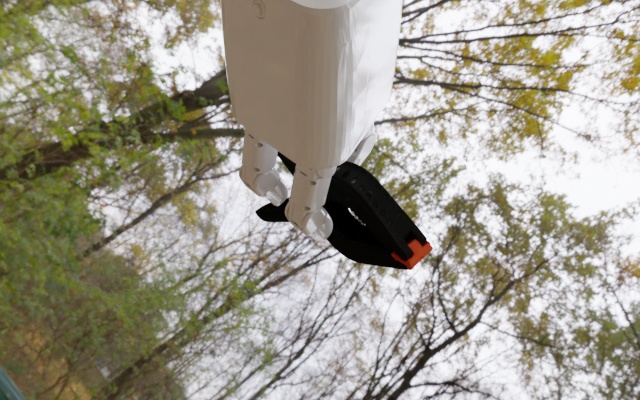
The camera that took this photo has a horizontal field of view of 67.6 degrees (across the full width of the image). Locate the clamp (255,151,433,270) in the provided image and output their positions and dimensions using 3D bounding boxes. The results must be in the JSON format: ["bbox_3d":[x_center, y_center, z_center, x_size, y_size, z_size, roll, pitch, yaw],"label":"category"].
[{"bbox_3d":[0.001,0.001,0.415,0.210,0.165,0.036,37,57,27],"label":"clamp"}]
